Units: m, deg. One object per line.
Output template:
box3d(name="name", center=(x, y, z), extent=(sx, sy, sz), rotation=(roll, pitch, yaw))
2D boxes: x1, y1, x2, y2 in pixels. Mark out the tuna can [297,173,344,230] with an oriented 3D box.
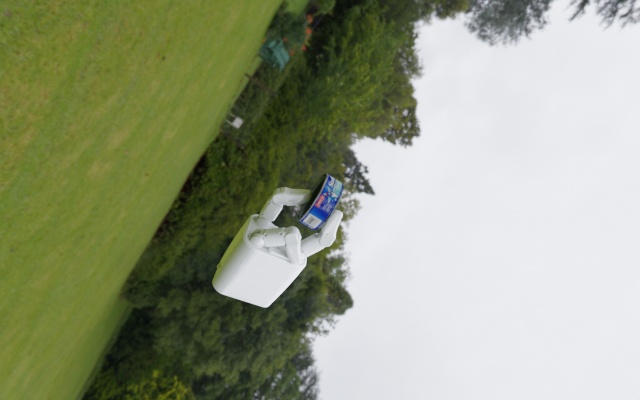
box3d(name="tuna can", center=(0.001, 0.003, 0.734), extent=(0.034, 0.086, 0.086), rotation=(32, -6, -10))
